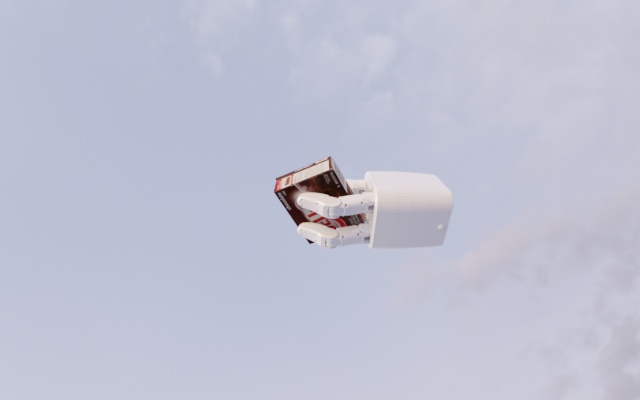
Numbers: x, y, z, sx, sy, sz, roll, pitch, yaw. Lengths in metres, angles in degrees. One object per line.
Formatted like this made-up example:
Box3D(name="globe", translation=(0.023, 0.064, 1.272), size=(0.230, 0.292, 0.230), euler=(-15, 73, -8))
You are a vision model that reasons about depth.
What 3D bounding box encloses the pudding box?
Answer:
Box3D(name="pudding box", translation=(0.000, 0.002, 0.674), size=(0.090, 0.113, 0.039), euler=(-21, 34, 15))
